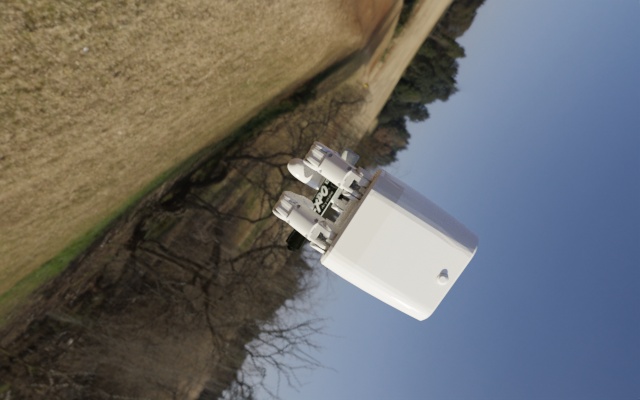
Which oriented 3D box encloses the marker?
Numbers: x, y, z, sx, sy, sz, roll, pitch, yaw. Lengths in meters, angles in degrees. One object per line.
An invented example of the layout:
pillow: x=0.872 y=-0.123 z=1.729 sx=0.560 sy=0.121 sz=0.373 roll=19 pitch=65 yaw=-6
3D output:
marker: x=0.000 y=0.002 z=0.488 sx=0.020 sy=0.121 sz=0.020 roll=31 pitch=11 yaw=-7
